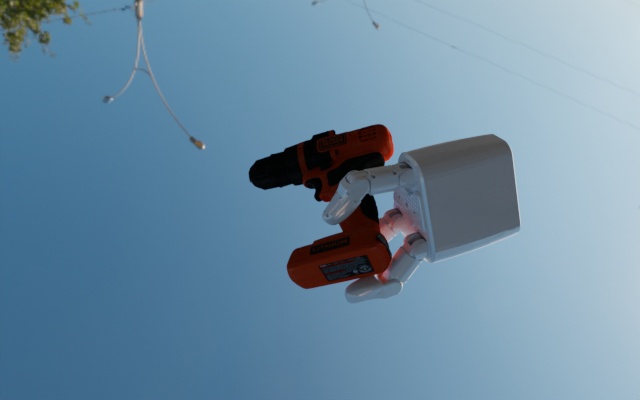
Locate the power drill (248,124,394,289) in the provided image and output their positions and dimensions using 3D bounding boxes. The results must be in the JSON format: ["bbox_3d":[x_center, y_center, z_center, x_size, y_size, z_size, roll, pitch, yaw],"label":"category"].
[{"bbox_3d":[0.000,0.002,0.541,0.184,0.187,0.057,-15,-39,15],"label":"power drill"}]
